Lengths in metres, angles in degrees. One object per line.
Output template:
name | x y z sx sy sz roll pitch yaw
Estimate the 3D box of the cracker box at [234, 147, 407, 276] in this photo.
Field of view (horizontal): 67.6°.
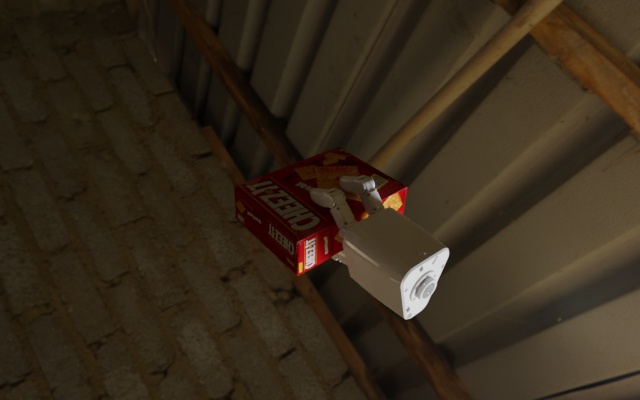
cracker box | 0.000 0.003 0.737 0.213 0.072 0.164 -24 43 -33
